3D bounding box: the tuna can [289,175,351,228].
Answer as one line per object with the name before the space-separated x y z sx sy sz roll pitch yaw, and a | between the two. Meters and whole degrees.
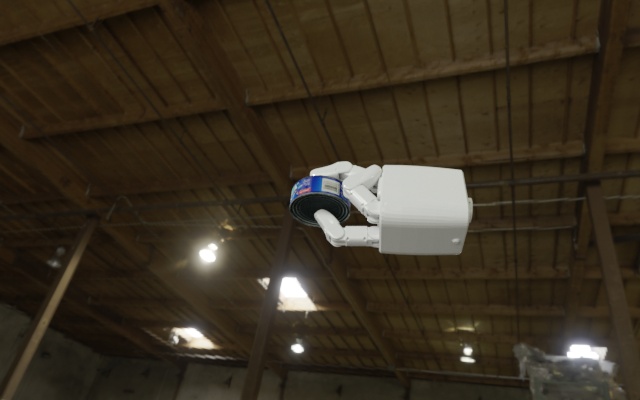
tuna can | 0.000 0.002 0.674 0.086 0.033 0.086 3 -35 2
